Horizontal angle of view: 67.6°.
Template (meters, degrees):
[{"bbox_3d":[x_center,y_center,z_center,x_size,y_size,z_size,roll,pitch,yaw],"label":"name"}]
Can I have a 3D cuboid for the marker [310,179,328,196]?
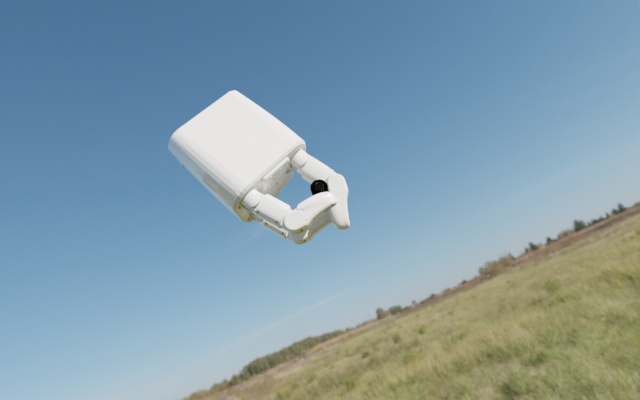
[{"bbox_3d":[0.000,0.002,0.553,0.020,0.020,0.121,0,-16,2],"label":"marker"}]
